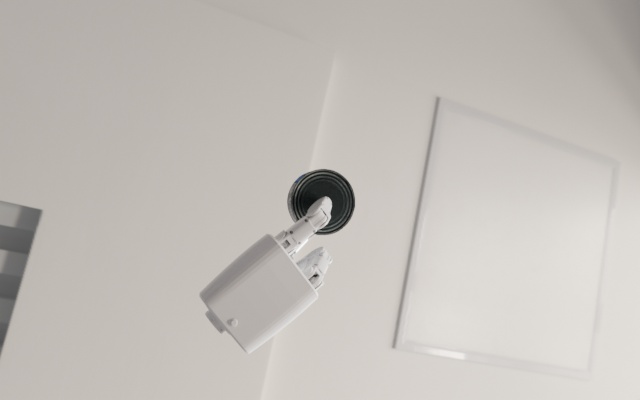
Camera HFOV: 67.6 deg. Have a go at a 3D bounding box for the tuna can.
[{"bbox_3d":[0.000,0.002,0.628,0.086,0.086,0.034,0,0,-16],"label":"tuna can"}]
